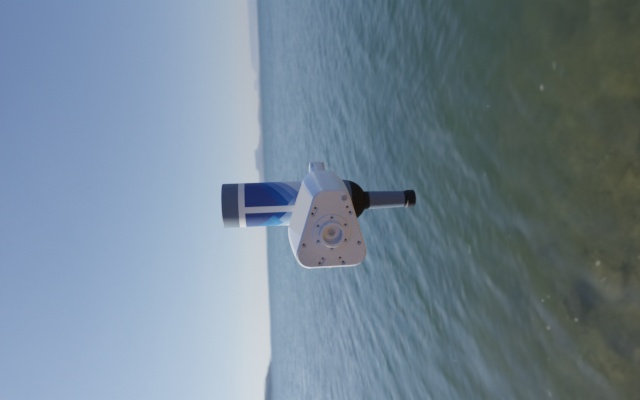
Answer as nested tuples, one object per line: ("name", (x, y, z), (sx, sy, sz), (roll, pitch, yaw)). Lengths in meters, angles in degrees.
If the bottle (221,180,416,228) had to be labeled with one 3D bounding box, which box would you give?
("bottle", (0.000, 0.002, 0.733), (0.296, 0.069, 0.069), (-2, 0, -7))
